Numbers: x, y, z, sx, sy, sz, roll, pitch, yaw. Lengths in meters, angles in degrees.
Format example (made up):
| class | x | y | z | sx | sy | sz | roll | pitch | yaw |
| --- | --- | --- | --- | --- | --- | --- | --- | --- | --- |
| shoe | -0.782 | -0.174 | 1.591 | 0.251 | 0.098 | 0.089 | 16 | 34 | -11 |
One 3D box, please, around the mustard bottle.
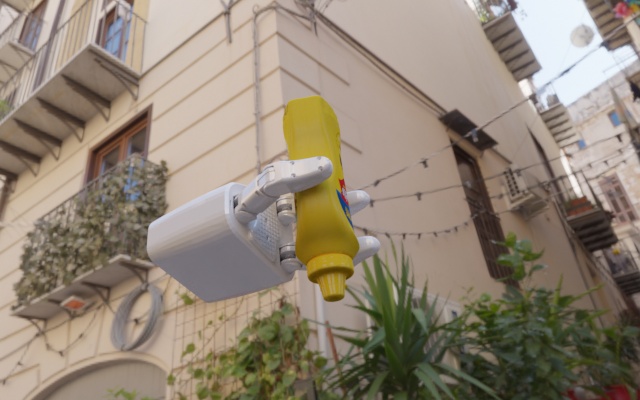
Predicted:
| class | x | y | z | sx | sy | sz | roll | pitch | yaw |
| --- | --- | --- | --- | --- | --- | --- | --- | --- | --- |
| mustard bottle | 0.000 | 0.001 | 0.451 | 0.058 | 0.191 | 0.096 | -9 | -31 | 2 |
